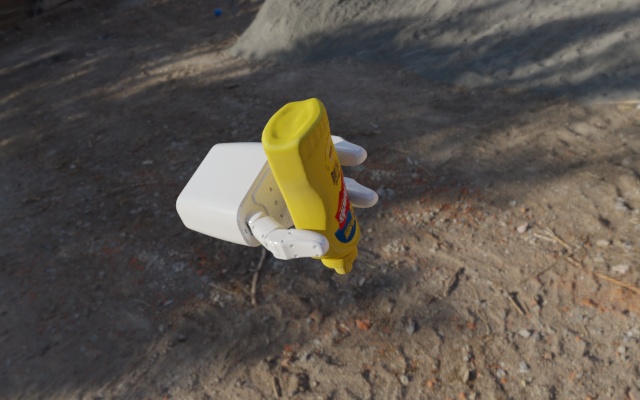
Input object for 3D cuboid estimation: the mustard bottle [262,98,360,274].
[{"bbox_3d":[0.000,0.001,0.487,0.058,0.192,0.096,-8,34,16],"label":"mustard bottle"}]
